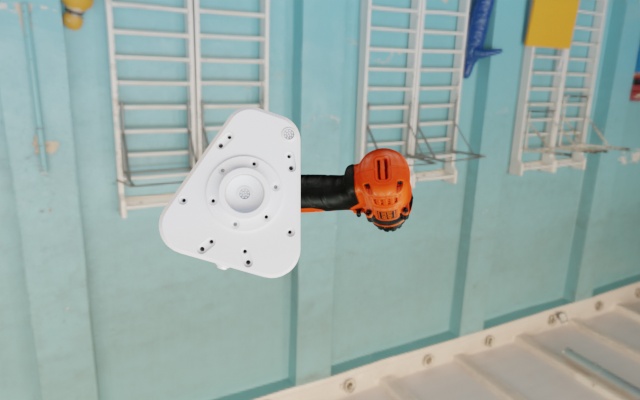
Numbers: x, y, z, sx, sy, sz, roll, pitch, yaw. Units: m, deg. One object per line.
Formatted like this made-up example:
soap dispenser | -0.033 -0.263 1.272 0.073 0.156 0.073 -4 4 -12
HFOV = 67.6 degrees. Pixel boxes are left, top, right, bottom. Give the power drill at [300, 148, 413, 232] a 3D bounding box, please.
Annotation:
power drill | 0.000 0.002 0.489 0.187 0.057 0.184 -6 -18 8
